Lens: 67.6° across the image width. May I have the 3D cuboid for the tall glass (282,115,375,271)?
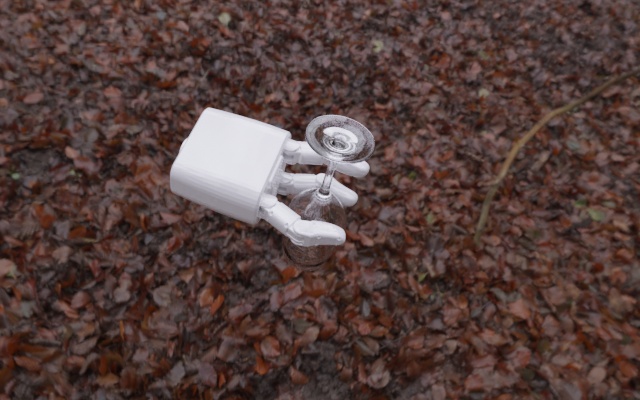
[{"bbox_3d":[0.000,0.001,0.559,0.079,0.079,0.201,0,-42,-15],"label":"tall glass"}]
